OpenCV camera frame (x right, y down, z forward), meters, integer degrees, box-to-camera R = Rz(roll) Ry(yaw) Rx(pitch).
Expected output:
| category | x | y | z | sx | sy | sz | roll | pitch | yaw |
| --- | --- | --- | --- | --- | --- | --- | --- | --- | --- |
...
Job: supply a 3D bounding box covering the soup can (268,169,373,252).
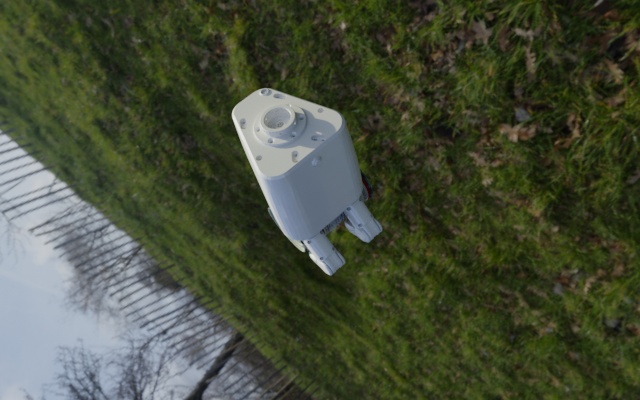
| category | x | y | z | sx | sy | sz | roll | pitch | yaw |
| --- | --- | --- | --- | --- | --- | --- | --- | --- | --- |
| soup can | 0.000 | 0.002 | 0.543 | 0.102 | 0.068 | 0.068 | -40 | 11 | -13 |
